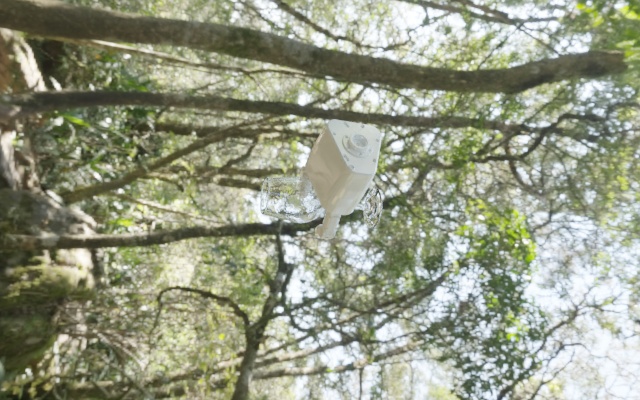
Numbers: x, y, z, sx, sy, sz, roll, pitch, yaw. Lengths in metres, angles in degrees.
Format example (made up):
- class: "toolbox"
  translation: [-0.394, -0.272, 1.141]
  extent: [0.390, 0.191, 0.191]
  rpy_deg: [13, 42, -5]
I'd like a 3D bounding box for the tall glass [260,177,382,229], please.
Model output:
- class: "tall glass"
  translation: [0.001, 0.003, 0.823]
  extent: [0.201, 0.079, 0.079]
  rpy_deg: [6, -2, -18]
